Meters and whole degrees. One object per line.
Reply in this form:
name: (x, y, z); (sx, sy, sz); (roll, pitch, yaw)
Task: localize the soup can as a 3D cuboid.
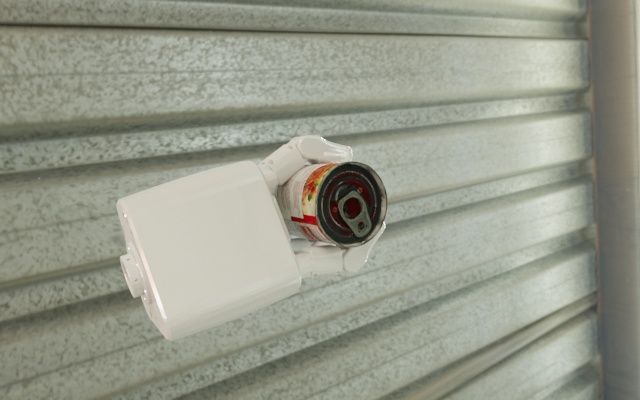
soup can: (0.000, 0.001, 0.416); (0.068, 0.068, 0.102); (0, 2, -31)
